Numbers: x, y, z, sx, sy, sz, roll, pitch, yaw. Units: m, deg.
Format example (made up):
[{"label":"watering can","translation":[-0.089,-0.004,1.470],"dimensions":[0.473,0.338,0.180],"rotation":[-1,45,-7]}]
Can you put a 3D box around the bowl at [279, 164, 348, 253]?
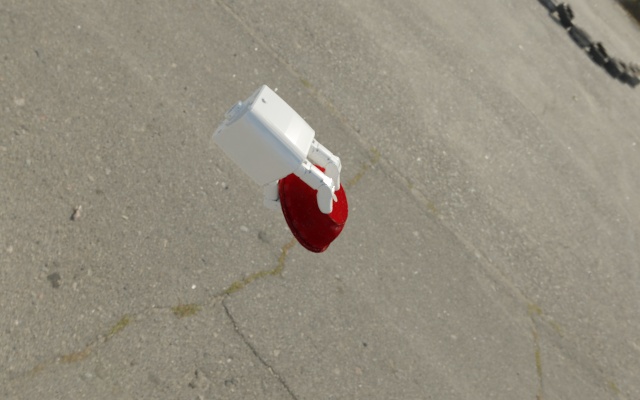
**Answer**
[{"label":"bowl","translation":[0.001,0.003,0.790],"dimensions":[0.055,0.162,0.162],"rotation":[-18,-9,27]}]
